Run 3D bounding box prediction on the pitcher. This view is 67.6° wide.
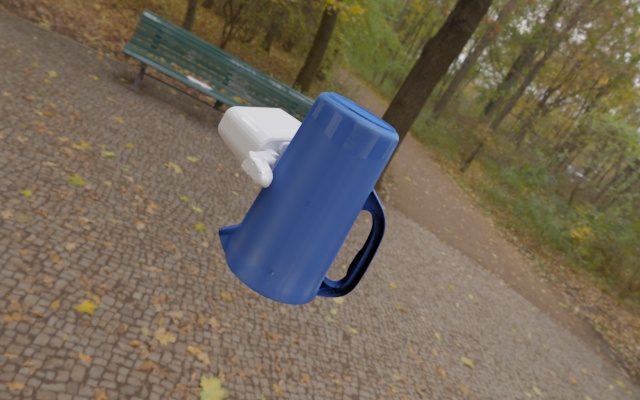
[{"bbox_3d":[0.000,0.002,0.589,0.149,0.243,0.145,11,26,-48],"label":"pitcher"}]
